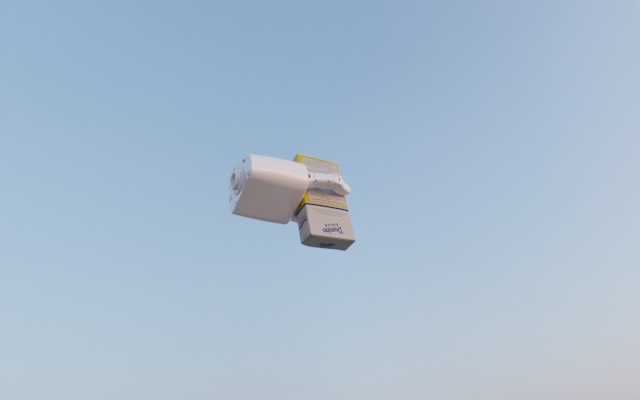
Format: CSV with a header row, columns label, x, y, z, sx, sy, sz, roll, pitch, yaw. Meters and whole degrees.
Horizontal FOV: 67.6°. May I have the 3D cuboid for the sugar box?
label,x,y,z,sx,sy,sz,roll,pitch,yaw
sugar box,0.000,0.003,0.867,0.093,0.176,0.048,11,-37,-28
